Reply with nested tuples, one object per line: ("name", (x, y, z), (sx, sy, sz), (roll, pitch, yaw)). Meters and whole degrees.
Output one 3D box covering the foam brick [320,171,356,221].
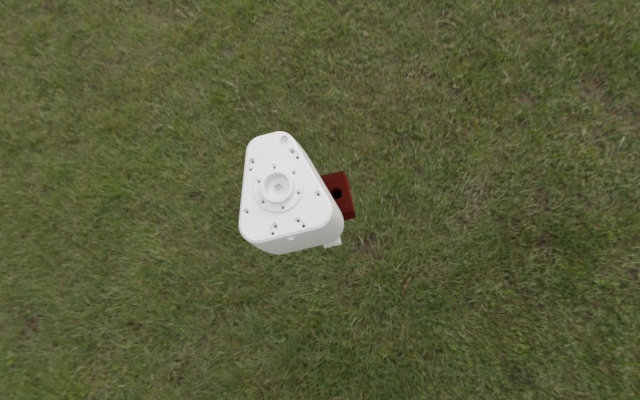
("foam brick", (0.000, 0.002, 0.583), (0.078, 0.053, 0.051), (-14, -12, 4))
